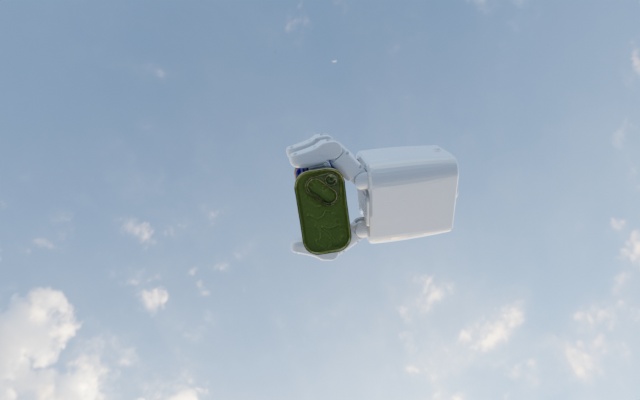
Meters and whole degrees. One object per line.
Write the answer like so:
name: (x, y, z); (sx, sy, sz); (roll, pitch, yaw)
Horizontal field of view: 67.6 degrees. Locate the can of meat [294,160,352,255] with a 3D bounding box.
can of meat: (0.000, 0.002, 0.580); (0.057, 0.102, 0.084); (-9, 18, -2)
